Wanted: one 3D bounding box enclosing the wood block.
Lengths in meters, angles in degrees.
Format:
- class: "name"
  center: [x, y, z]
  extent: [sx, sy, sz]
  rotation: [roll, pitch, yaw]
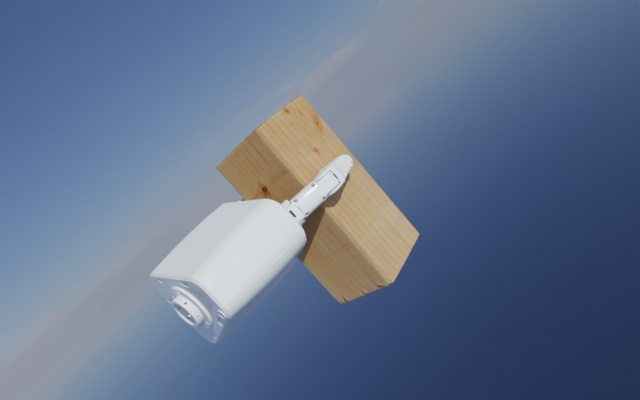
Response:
- class: "wood block"
  center: [0.000, 0.002, 0.527]
  extent: [0.091, 0.206, 0.090]
  rotation: [-33, 11, 44]
